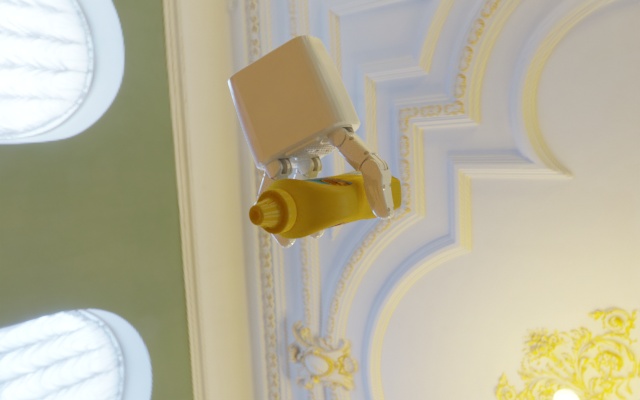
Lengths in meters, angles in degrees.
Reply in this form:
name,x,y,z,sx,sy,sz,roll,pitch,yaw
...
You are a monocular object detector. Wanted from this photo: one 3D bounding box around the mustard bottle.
name,x,y,z,sx,sy,sz,roll,pitch,yaw
mustard bottle,0.000,0.002,0.490,0.096,0.058,0.191,2,7,36
